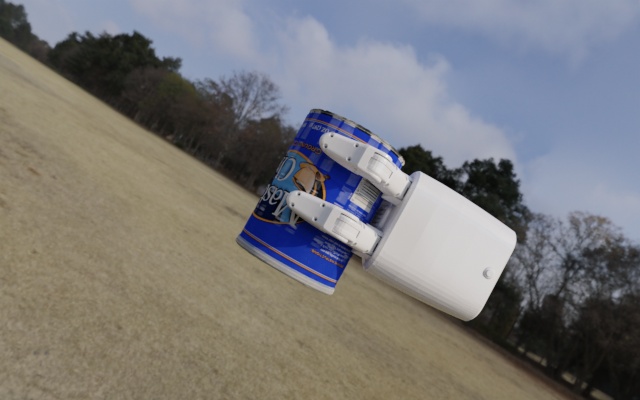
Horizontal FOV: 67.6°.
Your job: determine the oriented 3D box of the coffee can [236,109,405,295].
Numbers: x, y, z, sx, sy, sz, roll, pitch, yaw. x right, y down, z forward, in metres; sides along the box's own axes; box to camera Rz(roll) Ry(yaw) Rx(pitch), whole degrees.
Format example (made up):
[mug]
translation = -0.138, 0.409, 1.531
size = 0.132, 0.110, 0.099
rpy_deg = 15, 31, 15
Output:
[coffee can]
translation = 0.000, 0.002, 0.447
size = 0.103, 0.140, 0.103
rpy_deg = 29, -4, 2
